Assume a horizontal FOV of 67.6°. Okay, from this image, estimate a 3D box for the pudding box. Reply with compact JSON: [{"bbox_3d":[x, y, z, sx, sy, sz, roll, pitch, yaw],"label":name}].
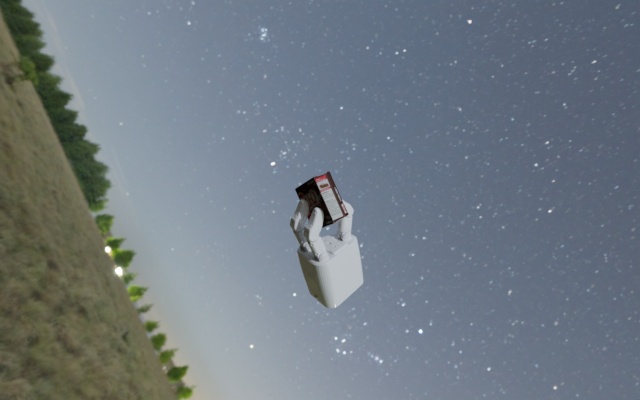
[{"bbox_3d":[0.000,0.003,0.882,0.039,0.090,0.113,-24,-1,-25],"label":"pudding box"}]
